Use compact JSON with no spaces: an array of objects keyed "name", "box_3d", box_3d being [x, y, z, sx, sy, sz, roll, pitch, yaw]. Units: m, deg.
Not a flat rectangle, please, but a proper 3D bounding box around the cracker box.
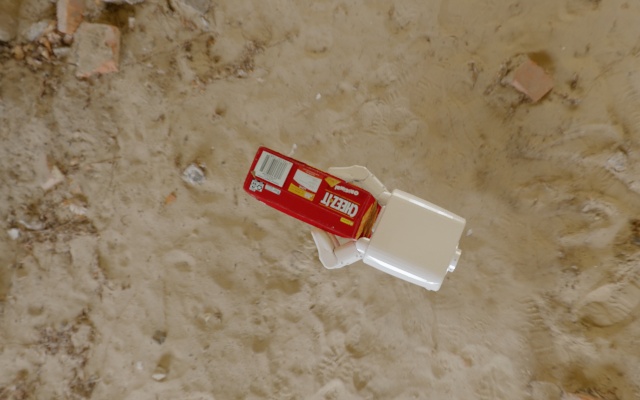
[{"name":"cracker box","box_3d":[0.000,0.002,0.704,0.164,0.072,0.214,24,-2,13]}]
